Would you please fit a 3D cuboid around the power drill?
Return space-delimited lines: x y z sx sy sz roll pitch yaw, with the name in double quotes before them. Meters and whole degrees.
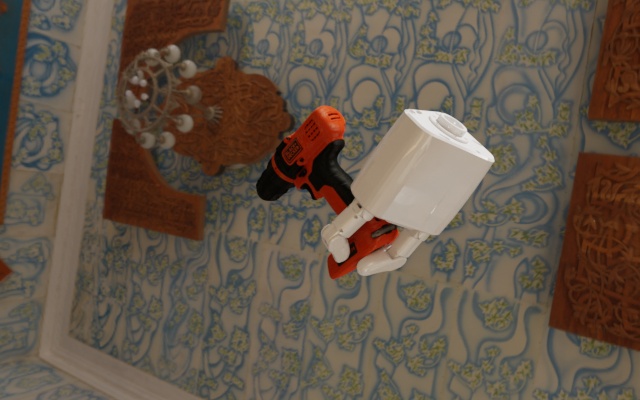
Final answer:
"power drill" 0.001 0.002 0.612 0.057 0.187 0.184 -21 -17 -43
